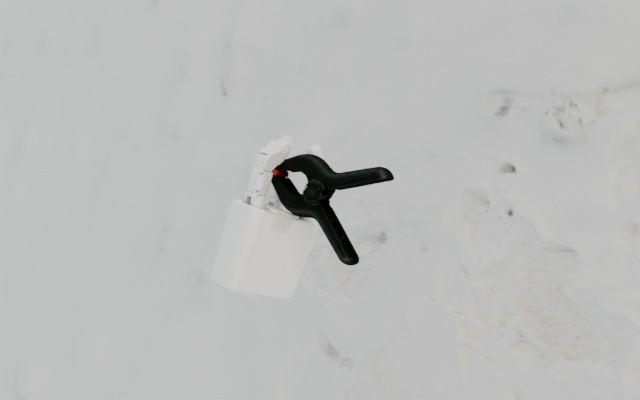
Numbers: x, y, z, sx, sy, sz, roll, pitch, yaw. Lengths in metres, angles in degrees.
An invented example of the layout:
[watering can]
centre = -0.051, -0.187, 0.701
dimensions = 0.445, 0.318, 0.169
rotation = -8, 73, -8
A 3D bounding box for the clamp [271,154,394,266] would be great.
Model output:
[clamp]
centre = 0.000, 0.002, 0.583
dimensions = 0.171, 0.120, 0.039
rotation = 19, 2, 35
